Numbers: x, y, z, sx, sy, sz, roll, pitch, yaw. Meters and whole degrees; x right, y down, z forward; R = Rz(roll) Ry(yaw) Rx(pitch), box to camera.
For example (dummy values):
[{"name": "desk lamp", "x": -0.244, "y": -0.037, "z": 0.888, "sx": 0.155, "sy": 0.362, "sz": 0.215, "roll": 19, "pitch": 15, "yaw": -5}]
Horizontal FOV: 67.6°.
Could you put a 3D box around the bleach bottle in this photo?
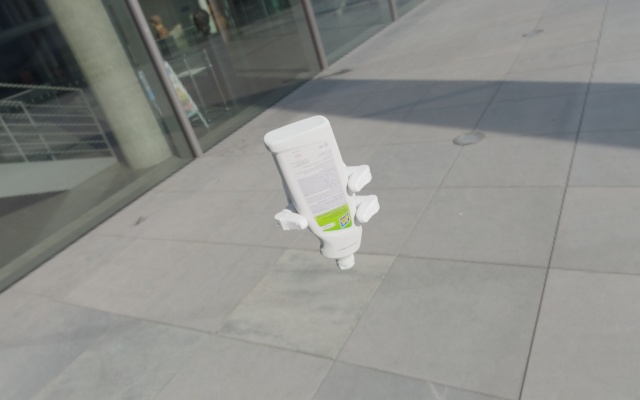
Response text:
[{"name": "bleach bottle", "x": 0.000, "y": 0.002, "z": 0.743, "sx": 0.102, "sy": 0.251, "sz": 0.068, "roll": -20, "pitch": 26, "yaw": -4}]
